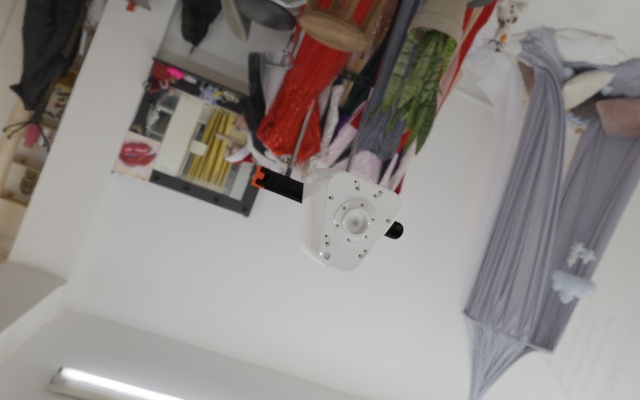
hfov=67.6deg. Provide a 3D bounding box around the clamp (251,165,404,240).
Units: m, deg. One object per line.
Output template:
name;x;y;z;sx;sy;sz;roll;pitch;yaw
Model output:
clamp;-0.001;0.003;0.694;0.210;0.036;0.164;22;-3;-13
